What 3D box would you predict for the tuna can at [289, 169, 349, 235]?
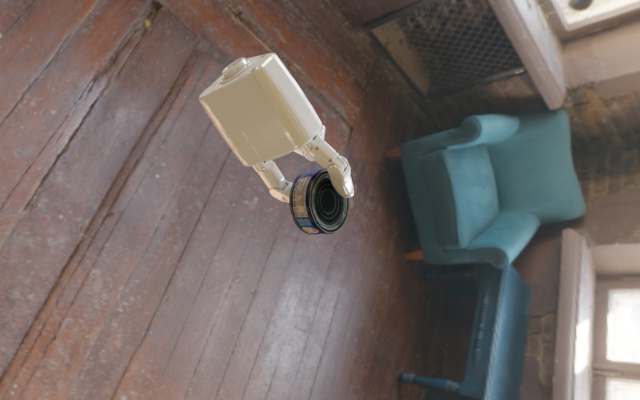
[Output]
[{"bbox_3d":[0.001,0.002,0.627,0.034,0.086,0.086,-4,-3,39],"label":"tuna can"}]
